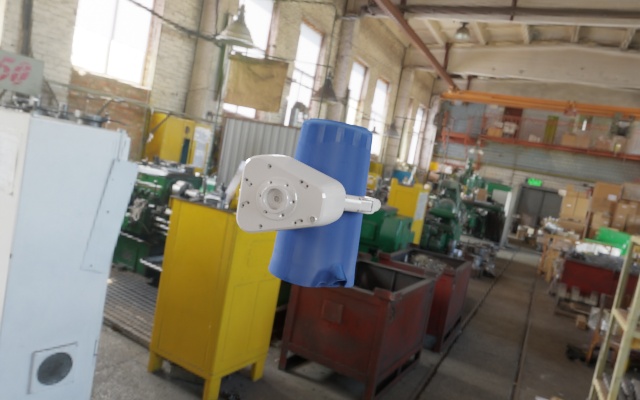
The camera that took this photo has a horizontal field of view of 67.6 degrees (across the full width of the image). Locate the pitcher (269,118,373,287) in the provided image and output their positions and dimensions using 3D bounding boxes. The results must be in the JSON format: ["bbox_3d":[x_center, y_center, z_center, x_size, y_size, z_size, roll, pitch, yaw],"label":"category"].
[{"bbox_3d":[0.000,0.002,0.733,0.149,0.243,0.145,12,6,15],"label":"pitcher"}]
